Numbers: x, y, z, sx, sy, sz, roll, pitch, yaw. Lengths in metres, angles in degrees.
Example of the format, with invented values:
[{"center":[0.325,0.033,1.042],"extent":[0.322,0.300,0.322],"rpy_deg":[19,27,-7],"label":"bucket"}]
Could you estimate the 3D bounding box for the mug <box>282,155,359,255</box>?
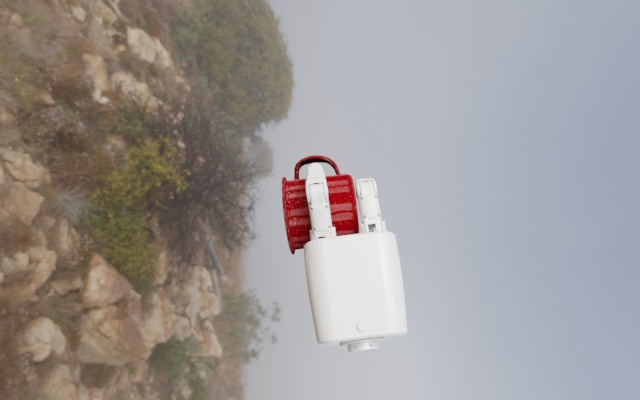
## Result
[{"center":[0.000,0.000,0.569],"extent":[0.081,0.117,0.093],"rpy_deg":[-7,-18,1],"label":"mug"}]
